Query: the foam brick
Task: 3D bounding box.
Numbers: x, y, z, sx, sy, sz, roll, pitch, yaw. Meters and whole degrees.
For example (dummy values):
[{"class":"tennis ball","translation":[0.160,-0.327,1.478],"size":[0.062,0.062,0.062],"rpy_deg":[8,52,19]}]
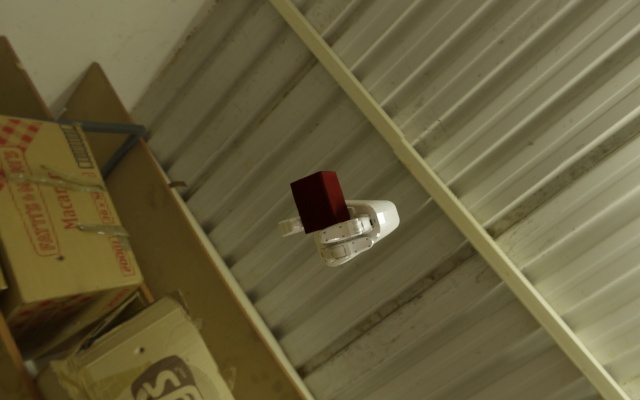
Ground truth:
[{"class":"foam brick","translation":[0.000,0.002,0.677],"size":[0.053,0.078,0.051],"rpy_deg":[-18,-3,27]}]
